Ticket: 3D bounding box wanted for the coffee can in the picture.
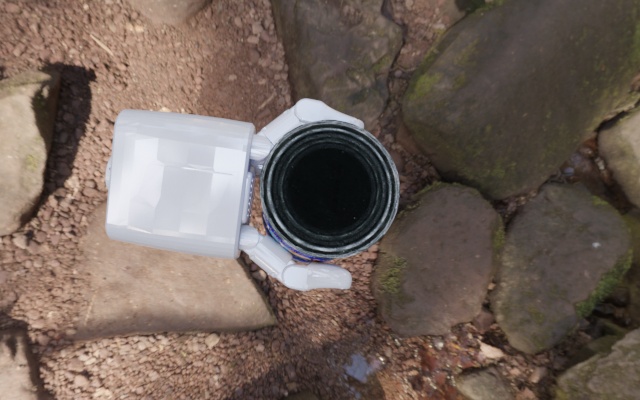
[{"bbox_3d":[0.000,0.001,0.410,0.103,0.103,0.140,0,-9,-6],"label":"coffee can"}]
